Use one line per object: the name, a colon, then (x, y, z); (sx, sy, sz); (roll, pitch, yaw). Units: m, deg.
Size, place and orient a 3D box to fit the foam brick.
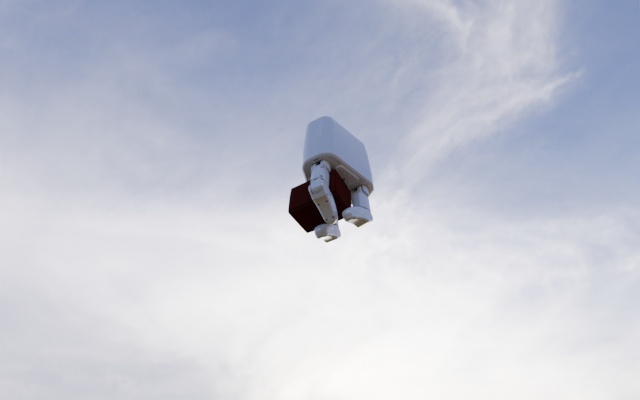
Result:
foam brick: (0.000, 0.002, 0.692); (0.078, 0.051, 0.053); (-23, -51, 19)
